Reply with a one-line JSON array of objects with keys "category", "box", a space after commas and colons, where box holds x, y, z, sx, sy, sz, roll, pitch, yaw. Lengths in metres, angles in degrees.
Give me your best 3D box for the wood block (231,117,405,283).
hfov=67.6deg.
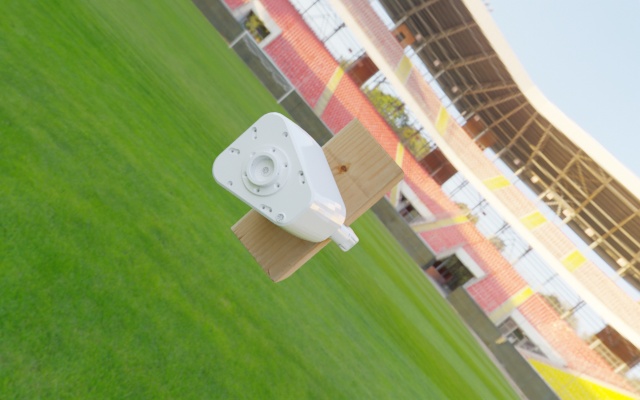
[{"category": "wood block", "box": [0.000, 0.002, 0.615, 0.206, 0.091, 0.090, -41, -8, 6]}]
